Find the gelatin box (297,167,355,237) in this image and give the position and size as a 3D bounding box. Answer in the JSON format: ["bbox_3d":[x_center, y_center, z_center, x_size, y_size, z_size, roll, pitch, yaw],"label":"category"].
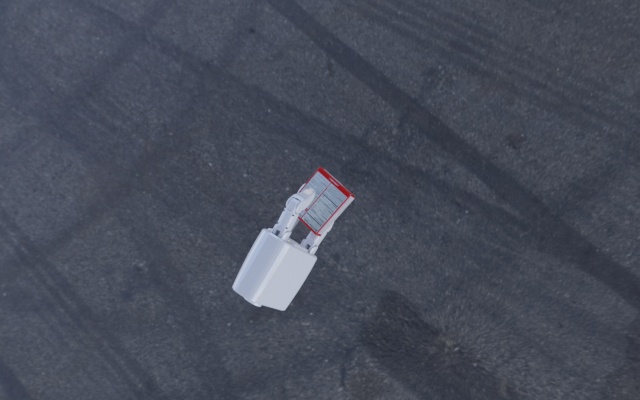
[{"bbox_3d":[0.000,0.002,0.782,0.073,0.089,0.030,43,6,21],"label":"gelatin box"}]
